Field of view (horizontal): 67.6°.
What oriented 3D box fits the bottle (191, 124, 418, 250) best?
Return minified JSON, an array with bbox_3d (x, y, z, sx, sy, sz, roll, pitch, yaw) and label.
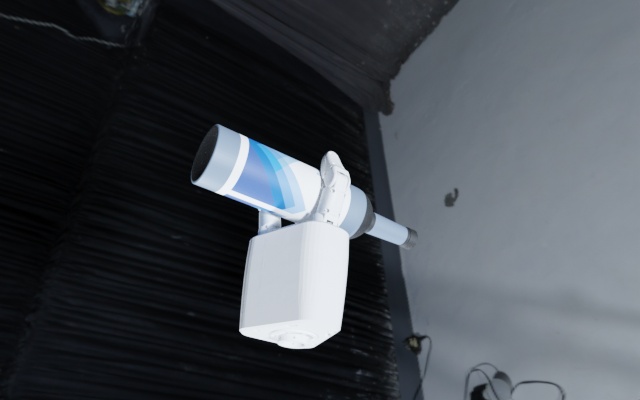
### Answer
[{"bbox_3d":[0.000,0.002,0.561,0.296,0.069,0.069,23,-11,-28],"label":"bottle"}]
